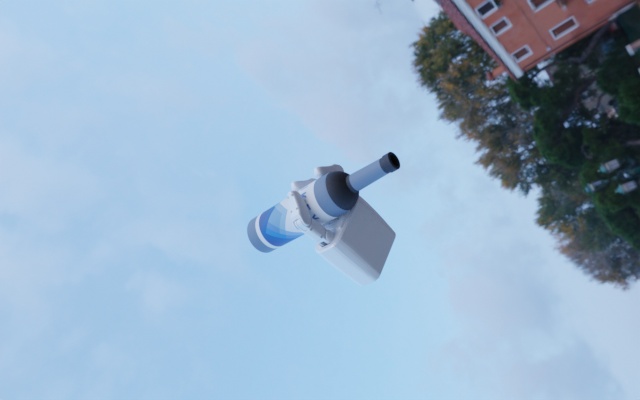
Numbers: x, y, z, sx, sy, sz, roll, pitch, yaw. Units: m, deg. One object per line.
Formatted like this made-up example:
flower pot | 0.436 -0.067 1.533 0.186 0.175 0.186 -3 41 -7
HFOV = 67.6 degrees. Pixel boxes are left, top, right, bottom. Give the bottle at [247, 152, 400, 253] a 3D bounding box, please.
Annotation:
bottle | 0.000 0.003 0.751 0.296 0.069 0.069 -30 -19 36
